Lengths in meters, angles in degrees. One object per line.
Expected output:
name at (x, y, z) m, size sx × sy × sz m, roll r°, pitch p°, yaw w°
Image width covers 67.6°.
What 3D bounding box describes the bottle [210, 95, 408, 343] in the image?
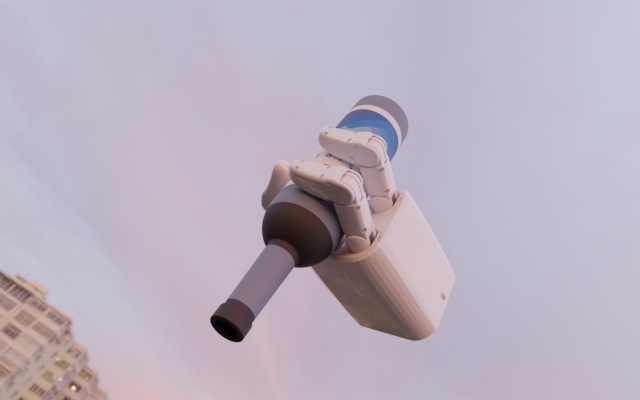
bottle at (0.000, 0.001, 0.426) m, size 0.069 × 0.069 × 0.295 m, roll 0°, pitch 36°, yaw 33°
